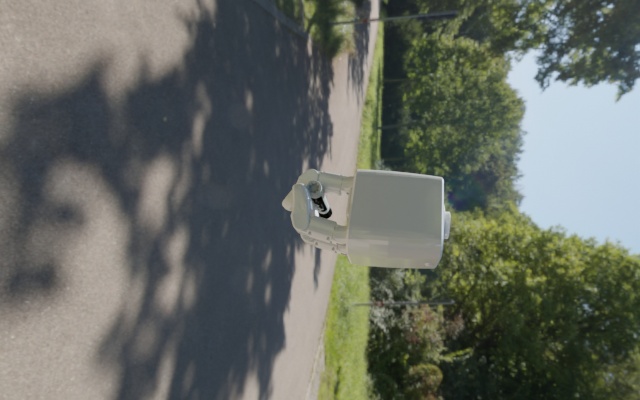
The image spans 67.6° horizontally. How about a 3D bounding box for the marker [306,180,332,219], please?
[{"bbox_3d":[0.000,0.002,0.623,0.020,0.020,0.121,0,-17,8],"label":"marker"}]
